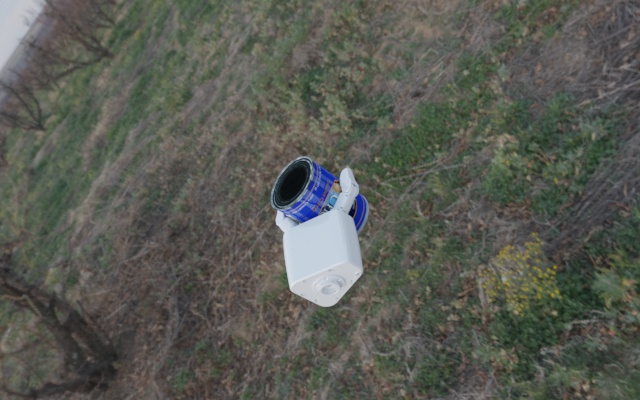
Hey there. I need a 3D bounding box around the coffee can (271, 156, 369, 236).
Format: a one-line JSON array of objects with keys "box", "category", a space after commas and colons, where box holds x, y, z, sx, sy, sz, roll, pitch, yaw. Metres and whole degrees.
[{"box": [0.000, 0.003, 0.823, 0.140, 0.102, 0.103, 34, -20, -33], "category": "coffee can"}]
